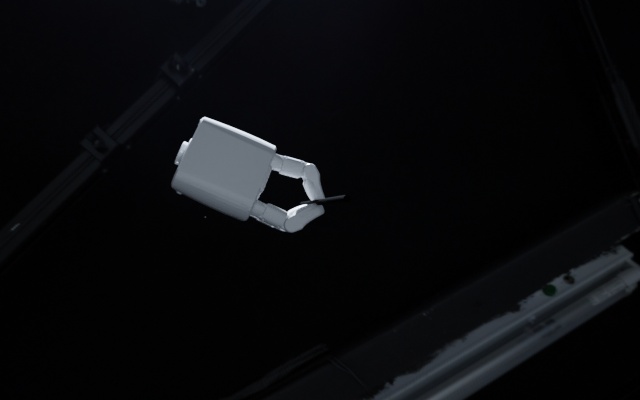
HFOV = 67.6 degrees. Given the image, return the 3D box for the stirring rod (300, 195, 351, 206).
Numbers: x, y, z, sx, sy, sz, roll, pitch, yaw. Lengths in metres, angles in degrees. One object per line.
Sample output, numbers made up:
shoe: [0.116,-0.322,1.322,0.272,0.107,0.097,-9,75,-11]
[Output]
stirring rod: [0.000,0.002,0.626,0.011,0.011,0.239,0,-2,-14]
